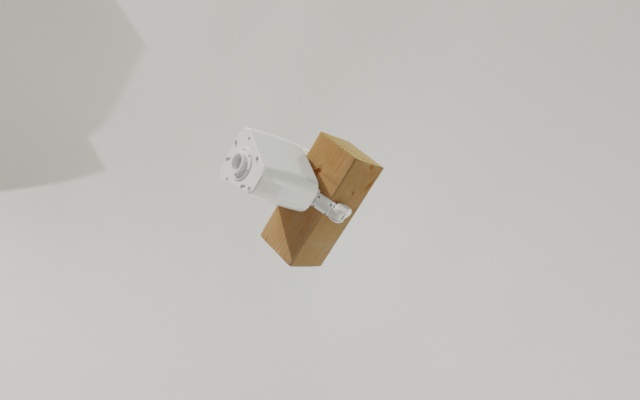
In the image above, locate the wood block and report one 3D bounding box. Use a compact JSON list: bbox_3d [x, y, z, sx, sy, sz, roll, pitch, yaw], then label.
[{"bbox_3d":[0.000,0.003,0.799,0.090,0.206,0.090,42,18,32],"label":"wood block"}]
